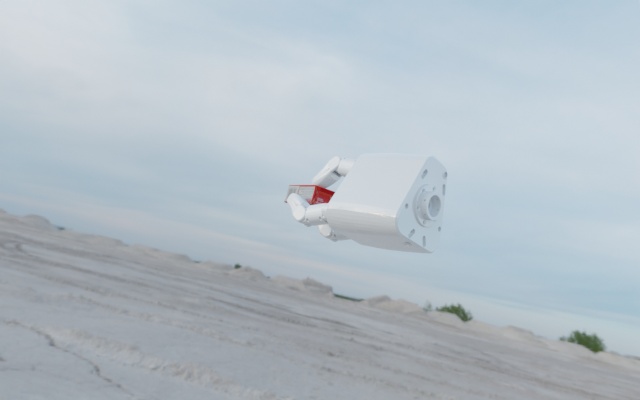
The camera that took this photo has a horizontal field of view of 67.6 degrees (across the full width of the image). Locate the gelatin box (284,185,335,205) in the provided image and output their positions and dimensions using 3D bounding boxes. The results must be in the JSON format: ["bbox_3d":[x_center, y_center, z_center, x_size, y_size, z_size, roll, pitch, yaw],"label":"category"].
[{"bbox_3d":[0.000,0.002,0.690,0.073,0.030,0.089,20,-8,-29],"label":"gelatin box"}]
